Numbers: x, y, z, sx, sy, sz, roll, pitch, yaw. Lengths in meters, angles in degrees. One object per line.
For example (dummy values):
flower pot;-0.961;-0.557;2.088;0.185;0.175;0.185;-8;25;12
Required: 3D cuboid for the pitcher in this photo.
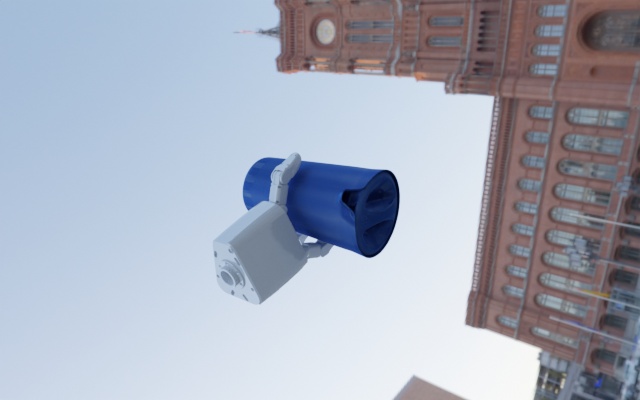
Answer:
pitcher;0.000;0.003;0.774;0.243;0.149;0.145;13;37;34
